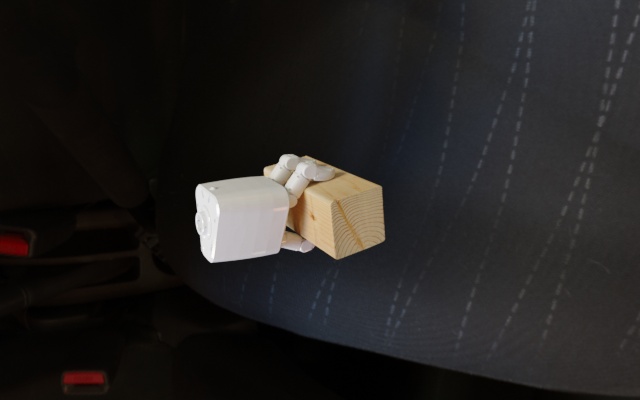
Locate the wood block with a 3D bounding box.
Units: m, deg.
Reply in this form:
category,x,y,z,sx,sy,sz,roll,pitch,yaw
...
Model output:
category,x,y,z,sx,sy,sz,roll,pitch,yaw
wood block,0.000,0.003,0.748,0.090,0.091,0.206,-18,26,-27
